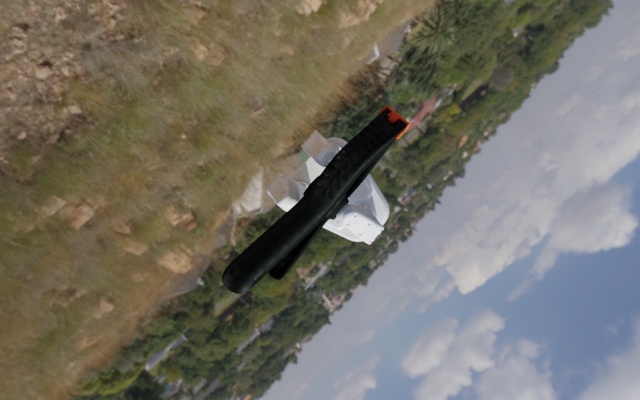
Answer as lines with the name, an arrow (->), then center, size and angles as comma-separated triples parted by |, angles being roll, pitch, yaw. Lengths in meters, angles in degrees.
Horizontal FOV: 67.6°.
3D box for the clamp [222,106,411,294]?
clamp -> 0.001, 0.002, 0.426 | 0.036, 0.210, 0.164 | 41, 7, 7
